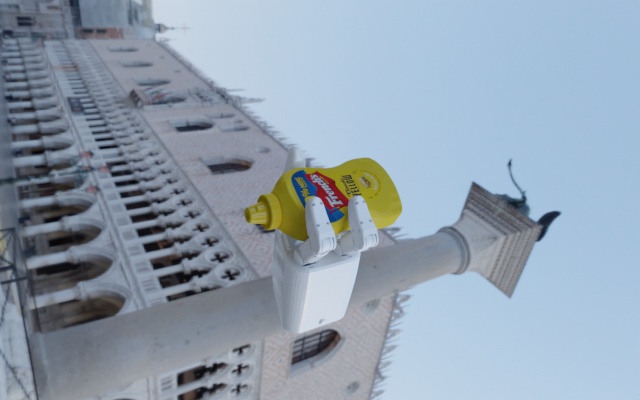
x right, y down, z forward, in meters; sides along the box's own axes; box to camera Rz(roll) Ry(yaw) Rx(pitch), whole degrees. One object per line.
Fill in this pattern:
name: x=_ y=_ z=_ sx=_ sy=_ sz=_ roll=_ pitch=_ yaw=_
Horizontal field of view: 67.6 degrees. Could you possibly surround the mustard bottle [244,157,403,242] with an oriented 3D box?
mustard bottle: x=0.000 y=0.002 z=0.575 sx=0.191 sy=0.096 sz=0.058 roll=-11 pitch=-30 yaw=-30
